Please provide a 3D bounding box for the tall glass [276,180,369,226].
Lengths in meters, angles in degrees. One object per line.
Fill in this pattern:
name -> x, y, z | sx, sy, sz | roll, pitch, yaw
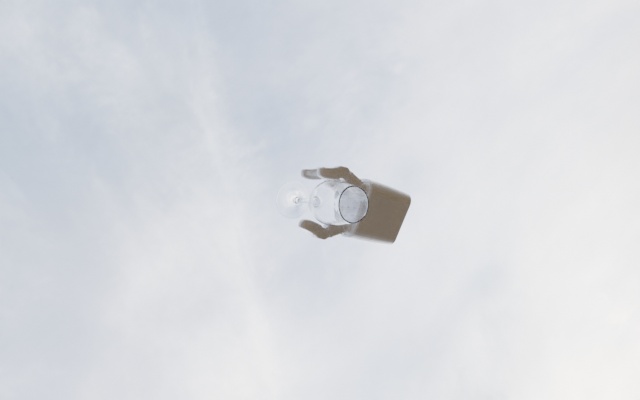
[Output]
tall glass -> 0.000, 0.003, 0.851 | 0.079, 0.079, 0.201 | 0, 2, -33
